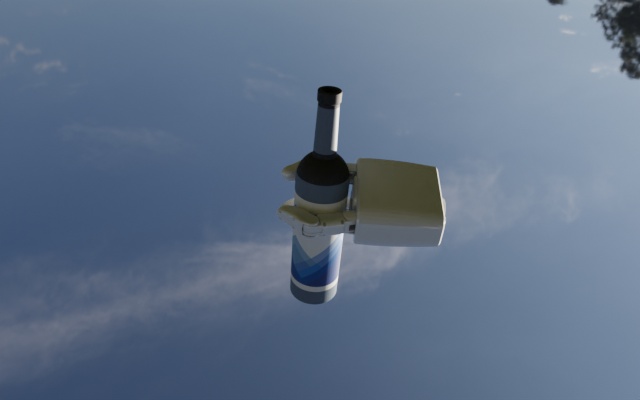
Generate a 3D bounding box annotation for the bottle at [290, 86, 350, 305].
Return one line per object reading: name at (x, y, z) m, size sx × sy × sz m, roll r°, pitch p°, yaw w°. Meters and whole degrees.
bottle at (0.000, 0.002, 0.603) m, size 0.069 × 0.296 × 0.069 m, roll 3°, pitch 33°, yaw -2°
